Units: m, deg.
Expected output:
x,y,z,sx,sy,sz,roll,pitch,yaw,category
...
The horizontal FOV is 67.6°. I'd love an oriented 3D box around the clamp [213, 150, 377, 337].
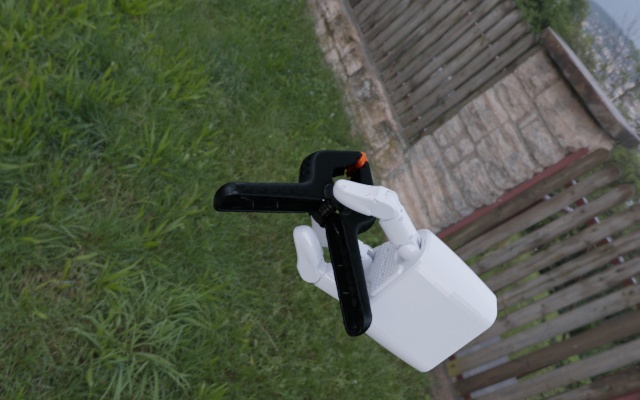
x,y,z,sx,sy,sz,roll,pitch,yaw,category
0.001,0.001,0.447,0.036,0.164,0.209,-39,16,35,clamp
